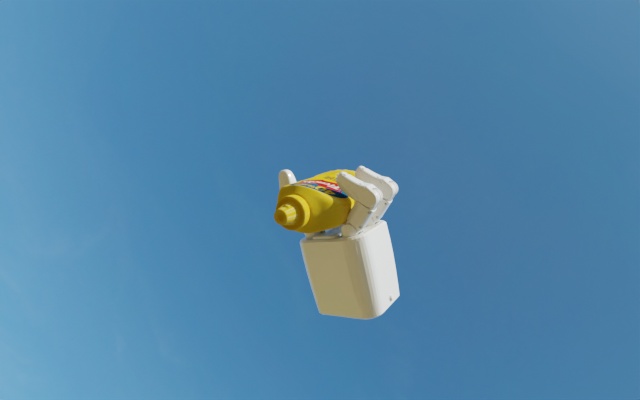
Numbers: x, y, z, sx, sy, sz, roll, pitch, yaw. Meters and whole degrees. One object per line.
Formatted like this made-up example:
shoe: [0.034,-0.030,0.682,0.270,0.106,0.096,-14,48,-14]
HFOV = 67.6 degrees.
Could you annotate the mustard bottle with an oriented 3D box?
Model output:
mustard bottle: [0.000,0.002,0.614,0.096,0.058,0.191,17,19,25]
